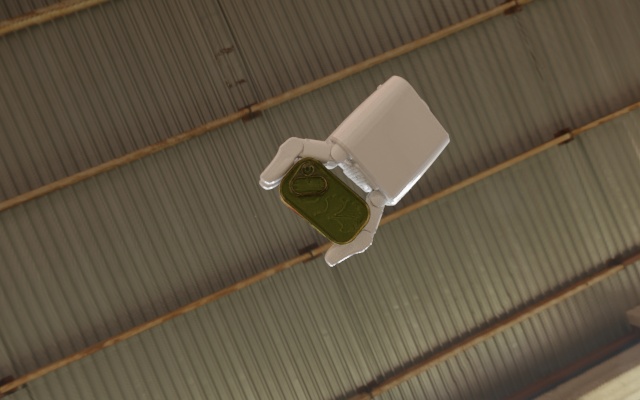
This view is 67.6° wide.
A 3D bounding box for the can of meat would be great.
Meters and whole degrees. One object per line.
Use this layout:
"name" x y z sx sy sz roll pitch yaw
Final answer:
"can of meat" 0.000 0.002 0.550 0.102 0.057 0.084 40 -6 -5
